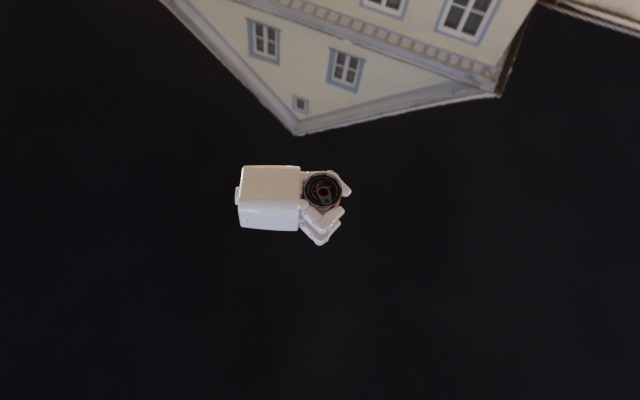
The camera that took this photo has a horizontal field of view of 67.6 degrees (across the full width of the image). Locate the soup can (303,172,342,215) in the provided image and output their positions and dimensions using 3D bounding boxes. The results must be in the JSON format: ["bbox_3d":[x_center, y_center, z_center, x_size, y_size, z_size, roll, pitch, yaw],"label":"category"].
[{"bbox_3d":[0.001,0.003,0.876,0.068,0.068,0.102,0,-26,-5],"label":"soup can"}]
